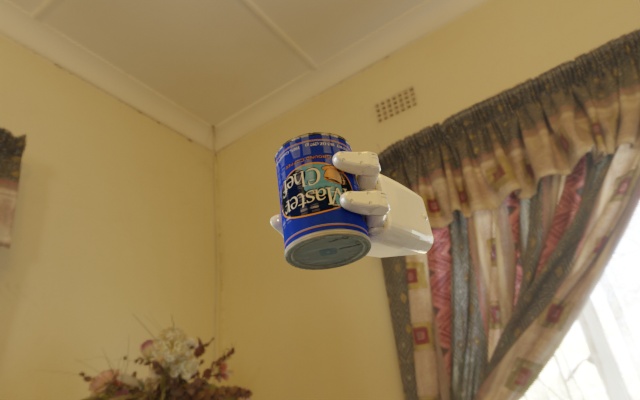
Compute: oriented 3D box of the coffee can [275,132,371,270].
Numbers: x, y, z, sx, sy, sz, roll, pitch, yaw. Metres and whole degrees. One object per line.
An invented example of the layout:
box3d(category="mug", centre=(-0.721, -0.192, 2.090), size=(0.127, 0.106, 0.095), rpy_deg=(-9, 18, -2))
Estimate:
box3d(category="coffee can", centre=(0.000, 0.002, 0.593), size=(0.103, 0.140, 0.103), rpy_deg=(-7, -29, -4))
